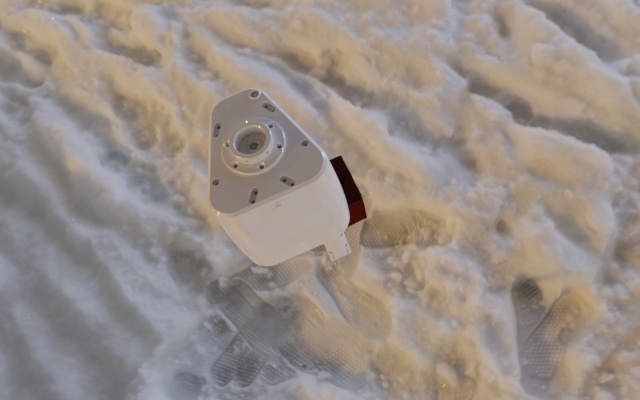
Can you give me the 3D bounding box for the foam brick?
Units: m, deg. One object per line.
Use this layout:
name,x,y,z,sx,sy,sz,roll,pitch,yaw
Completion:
foam brick,0.000,0.001,0.473,0.078,0.053,0.051,-24,-27,-1
